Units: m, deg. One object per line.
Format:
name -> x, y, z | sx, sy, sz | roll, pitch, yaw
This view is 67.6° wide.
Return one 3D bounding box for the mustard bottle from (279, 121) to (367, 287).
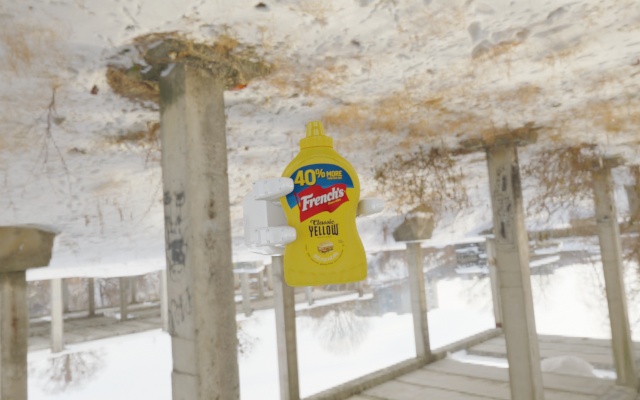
mustard bottle -> 0.000, 0.002, 0.563 | 0.096, 0.191, 0.058 | -4, -5, -2
